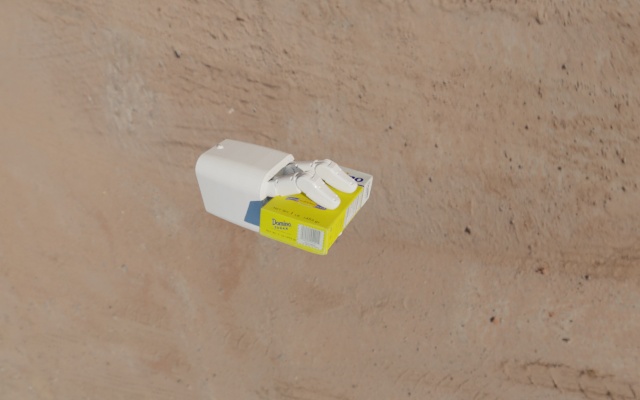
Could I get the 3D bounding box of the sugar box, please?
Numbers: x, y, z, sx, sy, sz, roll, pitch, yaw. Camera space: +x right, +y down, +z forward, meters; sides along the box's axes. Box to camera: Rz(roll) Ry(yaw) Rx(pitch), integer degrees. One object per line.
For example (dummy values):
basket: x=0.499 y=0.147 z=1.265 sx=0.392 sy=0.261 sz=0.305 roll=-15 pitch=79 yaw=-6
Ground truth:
sugar box: x=0.000 y=0.002 z=0.649 sx=0.093 sy=0.048 sz=0.176 roll=17 pitch=33 yaw=16
